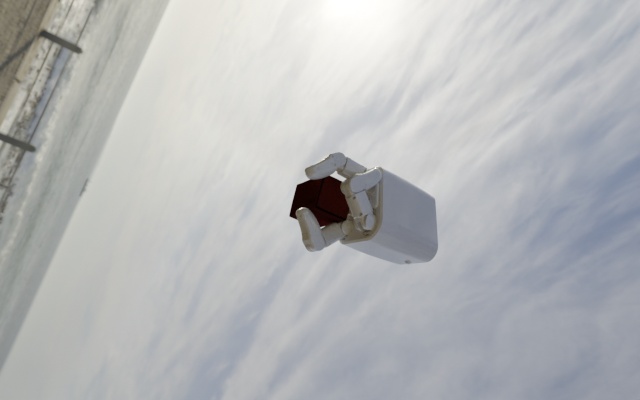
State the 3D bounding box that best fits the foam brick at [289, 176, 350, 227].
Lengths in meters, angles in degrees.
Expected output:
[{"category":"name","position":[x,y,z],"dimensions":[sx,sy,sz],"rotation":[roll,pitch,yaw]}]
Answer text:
[{"category":"foam brick","position":[0.000,0.002,0.664],"dimensions":[0.051,0.053,0.078],"rotation":[23,-21,-25]}]
